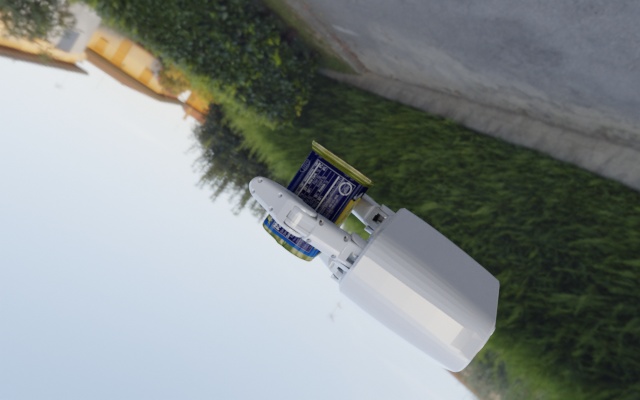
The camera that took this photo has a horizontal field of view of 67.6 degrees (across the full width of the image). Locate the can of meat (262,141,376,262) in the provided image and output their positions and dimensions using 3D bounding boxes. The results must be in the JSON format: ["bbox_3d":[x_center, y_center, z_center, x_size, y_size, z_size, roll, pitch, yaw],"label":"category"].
[{"bbox_3d":[0.000,0.002,0.418,0.057,0.084,0.102,36,6,8],"label":"can of meat"}]
